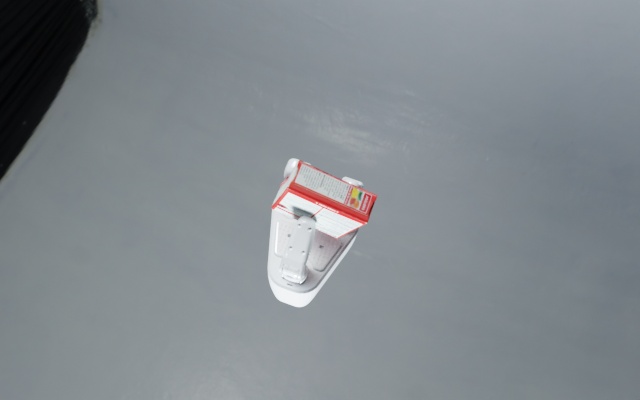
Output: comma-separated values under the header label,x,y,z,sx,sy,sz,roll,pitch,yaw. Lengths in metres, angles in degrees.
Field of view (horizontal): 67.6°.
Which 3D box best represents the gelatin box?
label,x,y,z,sx,sy,sz,roll,pitch,yaw
gelatin box,0.000,0.002,0.429,0.073,0.030,0.089,24,-17,-9
